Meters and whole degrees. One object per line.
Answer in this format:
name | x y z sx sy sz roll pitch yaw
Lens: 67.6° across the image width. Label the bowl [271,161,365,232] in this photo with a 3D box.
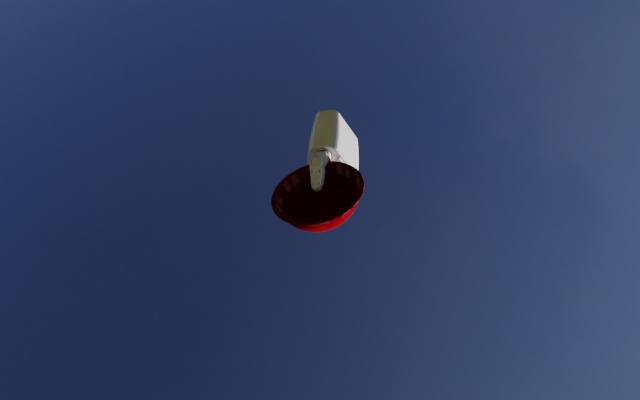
bowl | 0.000 0.004 0.819 0.162 0.055 0.162 -10 40 9
